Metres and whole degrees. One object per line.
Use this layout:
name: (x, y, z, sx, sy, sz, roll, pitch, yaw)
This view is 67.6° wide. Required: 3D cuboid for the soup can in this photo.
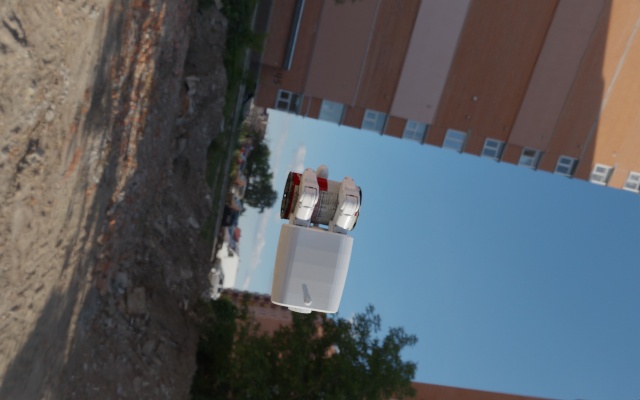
soup can: (0.000, 0.002, 0.672, 0.102, 0.068, 0.068, 11, -2, -10)
